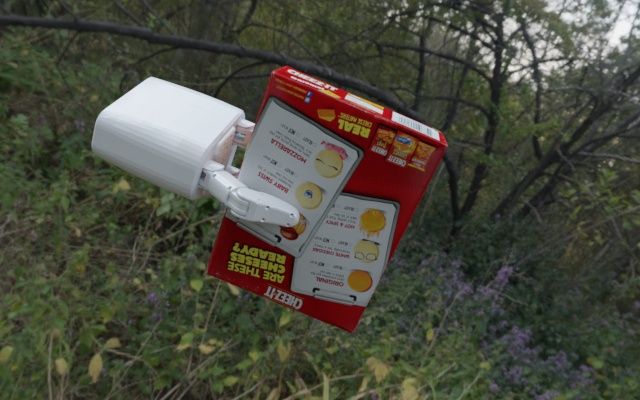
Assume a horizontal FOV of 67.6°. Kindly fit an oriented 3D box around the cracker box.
[{"bbox_3d":[0.000,0.001,0.468,0.164,0.214,0.072,22,23,0],"label":"cracker box"}]
